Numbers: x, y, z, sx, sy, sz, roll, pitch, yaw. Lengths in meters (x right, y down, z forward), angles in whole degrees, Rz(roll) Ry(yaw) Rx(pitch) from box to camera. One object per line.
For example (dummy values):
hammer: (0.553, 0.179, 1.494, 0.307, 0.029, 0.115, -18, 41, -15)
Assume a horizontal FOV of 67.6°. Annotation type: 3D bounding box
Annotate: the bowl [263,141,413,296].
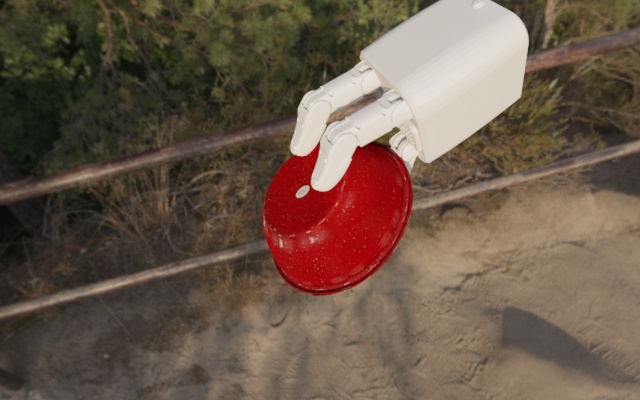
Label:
bowl: (-0.001, 0.002, 0.438, 0.162, 0.162, 0.055, 0, -26, 41)
